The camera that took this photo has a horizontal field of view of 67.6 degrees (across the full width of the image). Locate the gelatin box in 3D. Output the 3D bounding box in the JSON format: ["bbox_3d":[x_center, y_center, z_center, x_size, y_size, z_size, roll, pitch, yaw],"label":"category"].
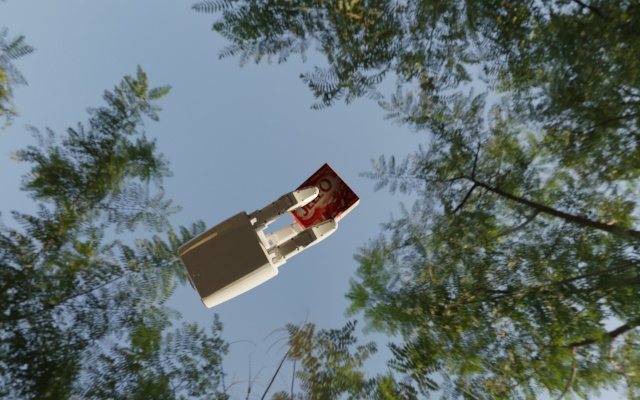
[{"bbox_3d":[0.000,0.002,0.684,0.089,0.073,0.030,-41,-9,-10],"label":"gelatin box"}]
